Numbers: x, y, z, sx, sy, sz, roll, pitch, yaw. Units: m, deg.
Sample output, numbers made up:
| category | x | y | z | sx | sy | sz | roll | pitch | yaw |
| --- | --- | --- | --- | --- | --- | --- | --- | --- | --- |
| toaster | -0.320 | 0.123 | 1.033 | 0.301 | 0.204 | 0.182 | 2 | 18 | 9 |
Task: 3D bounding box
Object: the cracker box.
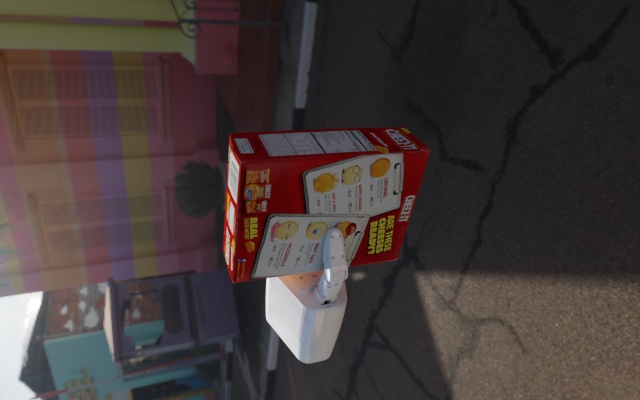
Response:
| category | x | y | z | sx | sy | sz | roll | pitch | yaw |
| --- | --- | --- | --- | --- | --- | --- | --- | --- | --- |
| cracker box | 0.000 | 0.002 | 0.551 | 0.213 | 0.164 | 0.072 | -6 | 38 | -22 |
